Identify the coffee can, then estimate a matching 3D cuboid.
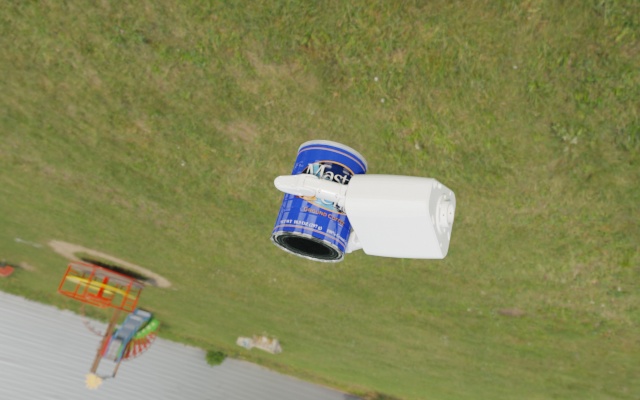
[{"bbox_3d":[0.000,0.002,0.661,0.103,0.140,0.103,14,-22,6],"label":"coffee can"}]
